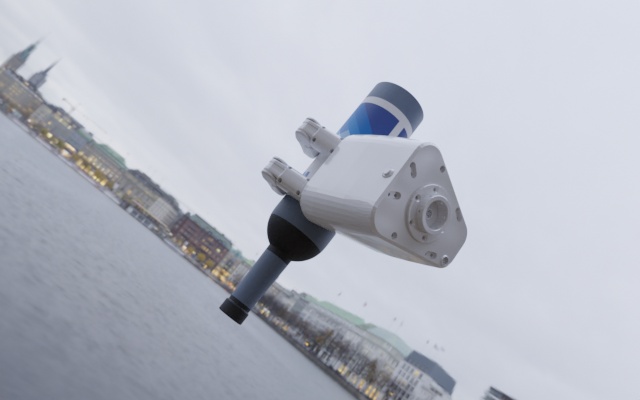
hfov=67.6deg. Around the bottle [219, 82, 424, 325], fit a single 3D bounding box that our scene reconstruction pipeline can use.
[{"bbox_3d":[0.000,0.001,0.502,0.069,0.295,0.069,35,-15,11],"label":"bottle"}]
